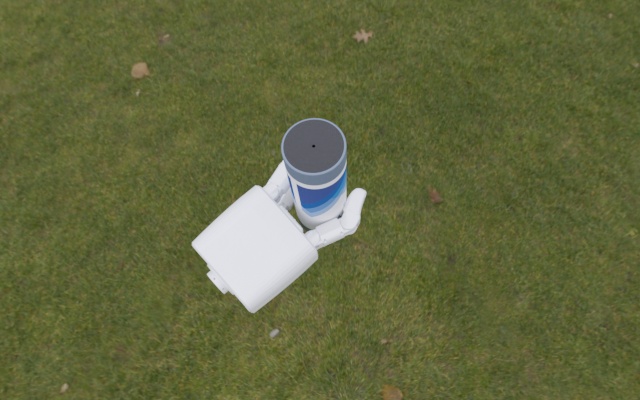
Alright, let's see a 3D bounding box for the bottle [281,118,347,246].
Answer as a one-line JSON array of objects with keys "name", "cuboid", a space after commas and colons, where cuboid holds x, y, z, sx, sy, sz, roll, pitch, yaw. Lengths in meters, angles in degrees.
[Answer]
[{"name": "bottle", "cuboid": [0.000, 0.002, 0.617, 0.069, 0.069, 0.296, 0, -23, 3]}]
